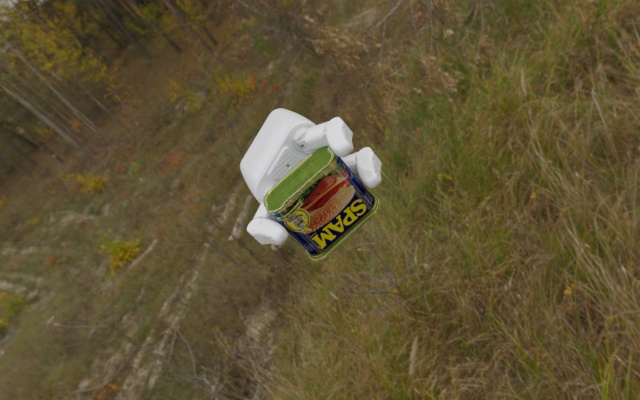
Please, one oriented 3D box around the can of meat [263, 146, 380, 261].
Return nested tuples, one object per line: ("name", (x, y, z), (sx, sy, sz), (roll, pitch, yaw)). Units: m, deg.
("can of meat", (0.000, 0.002, 0.528), (0.084, 0.102, 0.057), (48, 2, -29))
